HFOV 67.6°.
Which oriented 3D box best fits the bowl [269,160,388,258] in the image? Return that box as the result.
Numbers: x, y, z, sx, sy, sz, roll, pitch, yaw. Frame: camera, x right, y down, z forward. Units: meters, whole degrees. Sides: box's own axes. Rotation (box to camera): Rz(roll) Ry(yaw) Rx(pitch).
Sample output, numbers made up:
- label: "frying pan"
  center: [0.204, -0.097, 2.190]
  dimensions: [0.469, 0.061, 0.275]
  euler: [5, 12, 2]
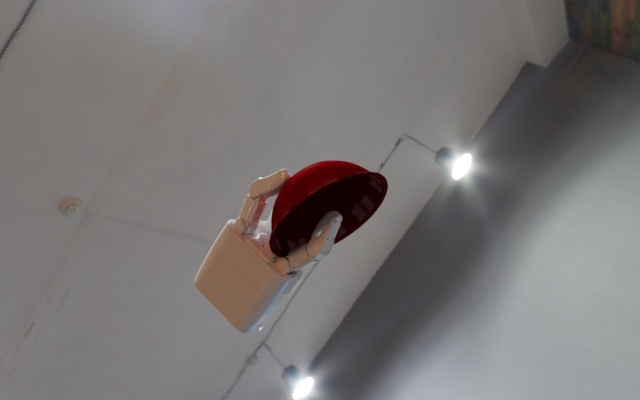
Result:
- label: "bowl"
  center: [0.001, 0.001, 0.583]
  dimensions: [0.162, 0.055, 0.162]
  euler: [-25, -27, -14]
